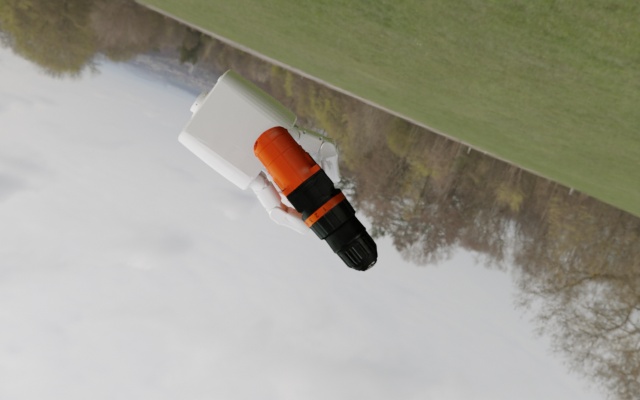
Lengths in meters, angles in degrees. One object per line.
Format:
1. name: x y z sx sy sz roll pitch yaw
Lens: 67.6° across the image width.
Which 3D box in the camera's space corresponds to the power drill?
1. power drill: 0.000 0.002 0.580 0.057 0.184 0.187 -37 -4 -1
